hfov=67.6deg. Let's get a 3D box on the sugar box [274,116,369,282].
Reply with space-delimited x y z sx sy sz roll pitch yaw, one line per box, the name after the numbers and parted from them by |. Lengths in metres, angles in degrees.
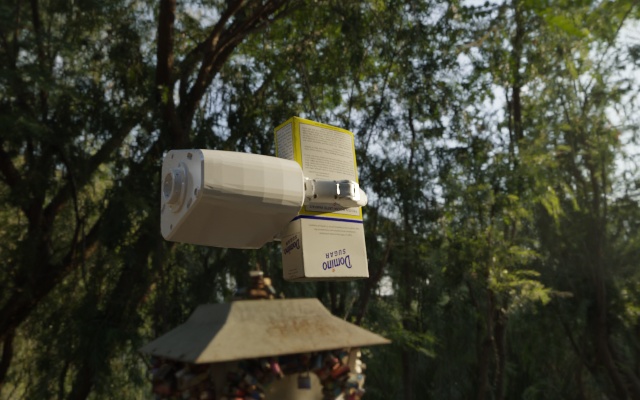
0.000 0.002 0.537 0.093 0.176 0.048 8 -17 -37 | sugar box
